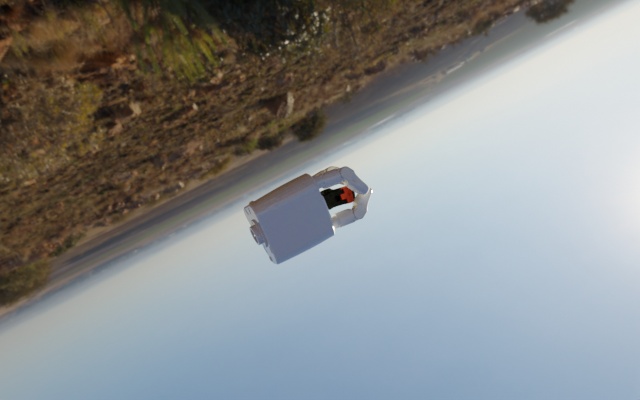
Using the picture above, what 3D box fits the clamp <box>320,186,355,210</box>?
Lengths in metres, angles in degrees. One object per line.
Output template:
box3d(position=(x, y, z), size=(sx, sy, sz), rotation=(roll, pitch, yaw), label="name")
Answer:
box3d(position=(0.001, 0.003, 0.844), size=(0.120, 0.039, 0.171), rotation=(-27, 3, -18), label="clamp")
